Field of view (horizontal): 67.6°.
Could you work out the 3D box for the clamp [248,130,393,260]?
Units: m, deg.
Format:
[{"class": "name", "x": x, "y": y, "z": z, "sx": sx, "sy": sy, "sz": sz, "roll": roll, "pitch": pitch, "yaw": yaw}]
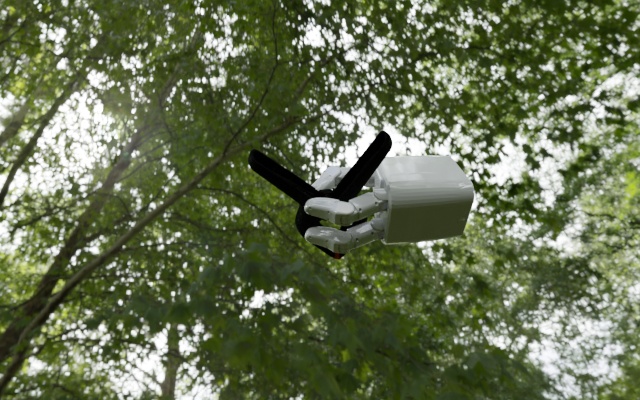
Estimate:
[{"class": "clamp", "x": 0.000, "y": 0.002, "z": 0.605, "sx": 0.164, "sy": 0.036, "sz": 0.210, "roll": -2, "pitch": -44, "yaw": -2}]
